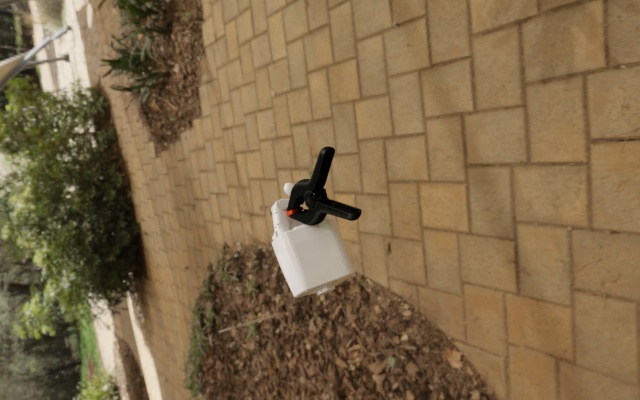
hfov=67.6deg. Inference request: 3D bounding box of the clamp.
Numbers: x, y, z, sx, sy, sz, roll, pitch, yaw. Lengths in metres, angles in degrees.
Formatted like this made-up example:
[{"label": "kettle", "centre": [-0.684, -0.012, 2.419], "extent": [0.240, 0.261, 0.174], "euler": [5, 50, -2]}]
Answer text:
[{"label": "clamp", "centre": [0.000, 0.003, 0.777], "extent": [0.039, 0.120, 0.171], "euler": [-13, -19, -33]}]
